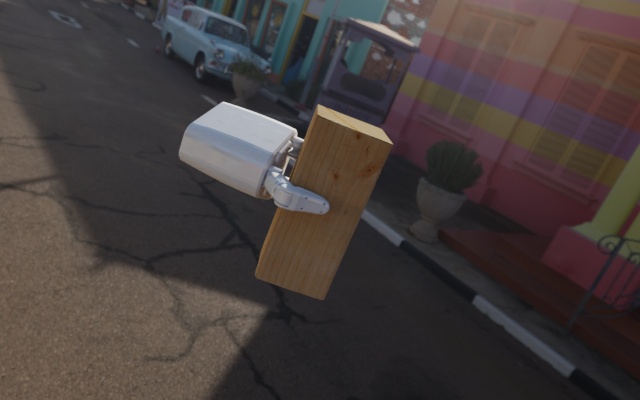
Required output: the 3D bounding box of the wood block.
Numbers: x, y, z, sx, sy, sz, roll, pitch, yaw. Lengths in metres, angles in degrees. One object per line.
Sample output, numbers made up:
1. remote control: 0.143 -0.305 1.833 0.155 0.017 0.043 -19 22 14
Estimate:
1. wood block: 0.000 0.002 0.579 0.090 0.206 0.090 20 18 -7
